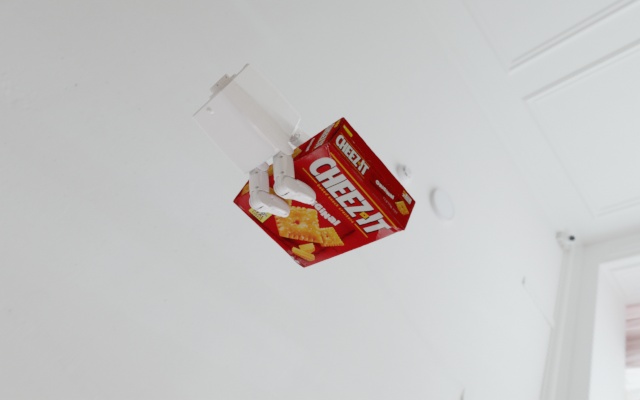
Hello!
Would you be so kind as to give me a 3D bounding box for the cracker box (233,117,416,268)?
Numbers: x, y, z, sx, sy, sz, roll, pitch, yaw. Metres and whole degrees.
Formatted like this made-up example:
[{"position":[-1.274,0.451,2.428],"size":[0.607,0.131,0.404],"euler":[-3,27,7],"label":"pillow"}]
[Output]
[{"position":[0.000,0.002,0.694],"size":[0.214,0.164,0.072],"euler":[-26,25,42],"label":"cracker box"}]
